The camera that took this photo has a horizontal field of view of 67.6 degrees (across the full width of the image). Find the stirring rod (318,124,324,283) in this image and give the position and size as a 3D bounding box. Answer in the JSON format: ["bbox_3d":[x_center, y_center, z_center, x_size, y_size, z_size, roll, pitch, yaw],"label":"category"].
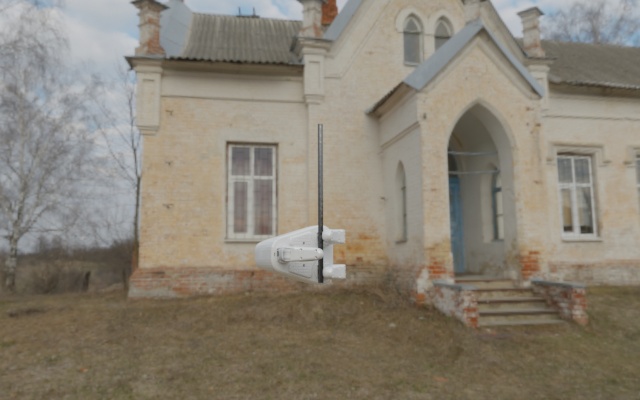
[{"bbox_3d":[0.000,0.002,0.719,0.011,0.239,0.011,0,-7,0],"label":"stirring rod"}]
